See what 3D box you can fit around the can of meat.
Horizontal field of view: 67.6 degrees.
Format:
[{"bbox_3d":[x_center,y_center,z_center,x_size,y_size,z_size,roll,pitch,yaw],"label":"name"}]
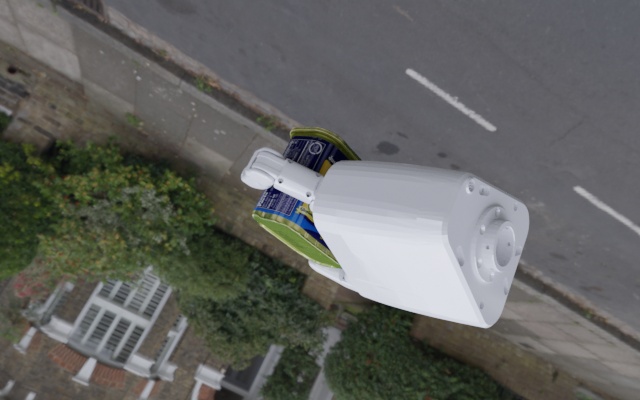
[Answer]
[{"bbox_3d":[0.000,0.002,0.406,0.057,0.084,0.102,9,-24,44],"label":"can of meat"}]
